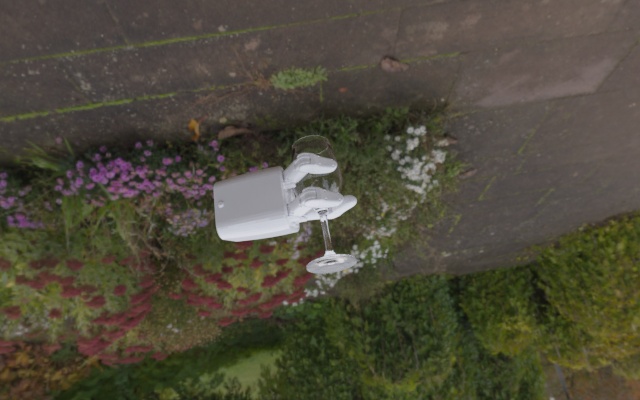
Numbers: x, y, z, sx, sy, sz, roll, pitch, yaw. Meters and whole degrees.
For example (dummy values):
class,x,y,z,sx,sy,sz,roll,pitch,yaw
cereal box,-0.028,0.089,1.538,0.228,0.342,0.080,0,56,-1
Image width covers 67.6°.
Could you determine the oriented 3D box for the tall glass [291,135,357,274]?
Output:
class,x,y,z,sx,sy,sz,roll,pitch,yaw
tall glass,0.000,0.003,0.716,0.079,0.201,0.079,-8,-25,-4
